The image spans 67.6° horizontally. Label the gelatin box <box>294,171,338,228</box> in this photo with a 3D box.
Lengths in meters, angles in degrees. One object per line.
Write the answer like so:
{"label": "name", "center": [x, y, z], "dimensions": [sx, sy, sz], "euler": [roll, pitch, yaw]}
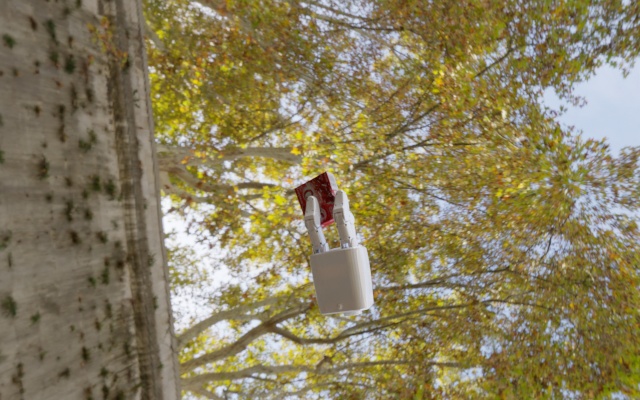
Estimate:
{"label": "gelatin box", "center": [0.000, 0.003, 0.864], "dimensions": [0.073, 0.089, 0.030], "euler": [-27, -20, 23]}
